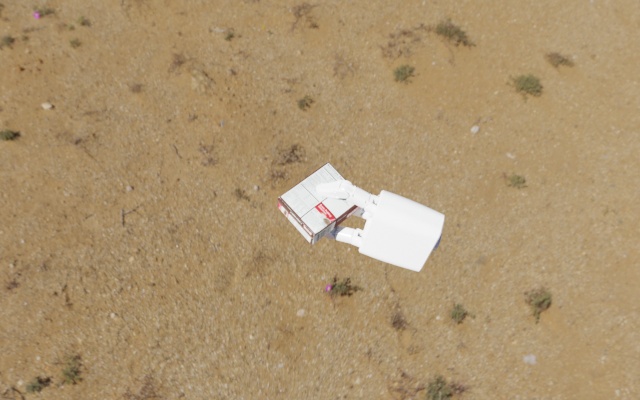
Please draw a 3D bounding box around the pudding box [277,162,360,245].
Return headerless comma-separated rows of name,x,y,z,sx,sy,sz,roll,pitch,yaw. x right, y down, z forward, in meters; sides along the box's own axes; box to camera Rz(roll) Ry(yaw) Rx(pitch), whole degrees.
pudding box,0.000,0.002,0.774,0.113,0.090,0.039,-36,-18,-25
